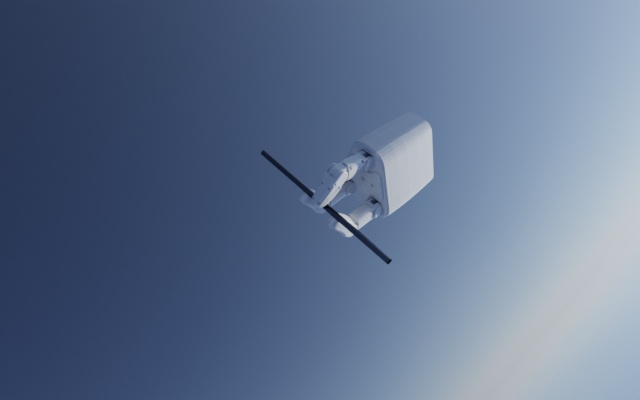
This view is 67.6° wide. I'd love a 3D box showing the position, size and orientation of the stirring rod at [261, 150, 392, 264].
[{"bbox_3d":[0.000,0.002,0.612,0.239,0.011,0.011,41,22,28],"label":"stirring rod"}]
